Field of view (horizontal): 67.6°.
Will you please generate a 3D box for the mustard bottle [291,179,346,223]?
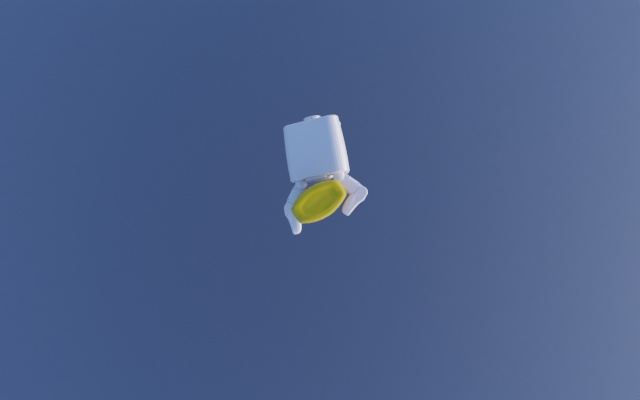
[{"bbox_3d":[0.000,0.003,0.892,0.096,0.058,0.191,-35,-2,1],"label":"mustard bottle"}]
